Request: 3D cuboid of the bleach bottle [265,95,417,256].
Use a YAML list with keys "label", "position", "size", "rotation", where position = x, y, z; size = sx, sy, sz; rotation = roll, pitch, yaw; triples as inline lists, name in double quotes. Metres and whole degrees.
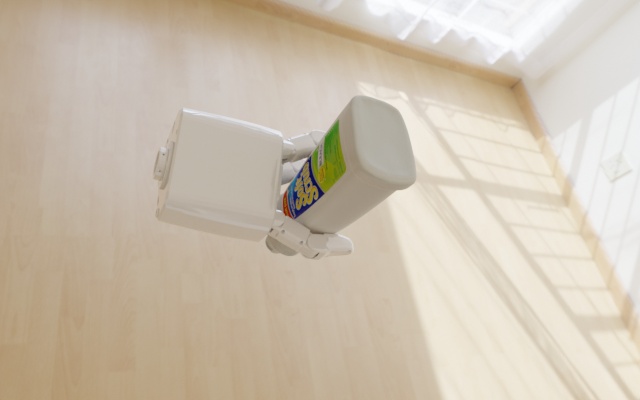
- label: "bleach bottle"
  position: [0.000, 0.002, 0.526]
  size: [0.068, 0.102, 0.251]
  rotation: [13, -36, -25]
